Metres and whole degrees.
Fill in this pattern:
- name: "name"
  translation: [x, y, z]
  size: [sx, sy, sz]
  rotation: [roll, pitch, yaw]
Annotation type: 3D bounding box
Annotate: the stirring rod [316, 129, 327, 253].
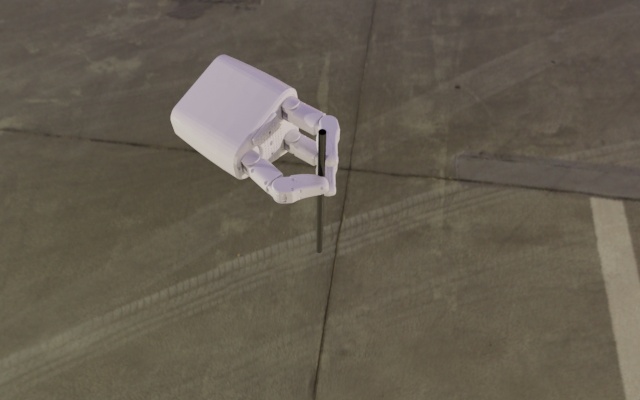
- name: "stirring rod"
  translation: [0.000, 0.002, 0.553]
  size: [0.011, 0.011, 0.240]
  rotation: [0, -34, -1]
